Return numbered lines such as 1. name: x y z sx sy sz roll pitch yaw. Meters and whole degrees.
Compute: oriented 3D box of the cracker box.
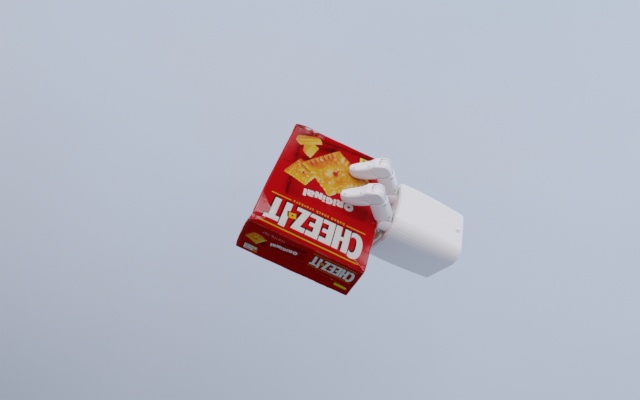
1. cracker box: 0.000 0.002 0.678 0.164 0.213 0.072 25 -44 -5
